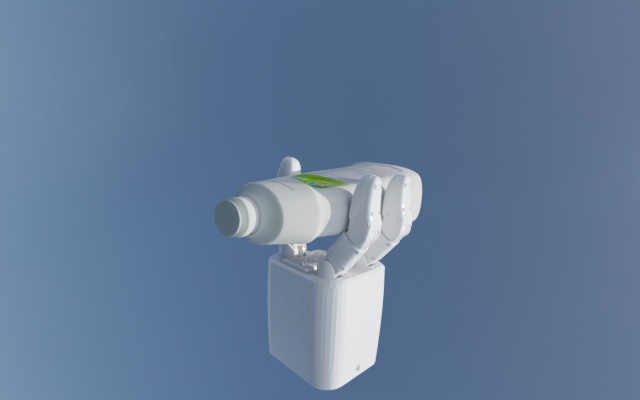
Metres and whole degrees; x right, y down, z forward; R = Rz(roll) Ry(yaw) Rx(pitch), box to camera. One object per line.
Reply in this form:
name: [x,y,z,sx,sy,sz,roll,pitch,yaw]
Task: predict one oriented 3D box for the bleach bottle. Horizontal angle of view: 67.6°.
bleach bottle: [0.000,0.001,0.459,0.102,0.068,0.251,9,11,37]
